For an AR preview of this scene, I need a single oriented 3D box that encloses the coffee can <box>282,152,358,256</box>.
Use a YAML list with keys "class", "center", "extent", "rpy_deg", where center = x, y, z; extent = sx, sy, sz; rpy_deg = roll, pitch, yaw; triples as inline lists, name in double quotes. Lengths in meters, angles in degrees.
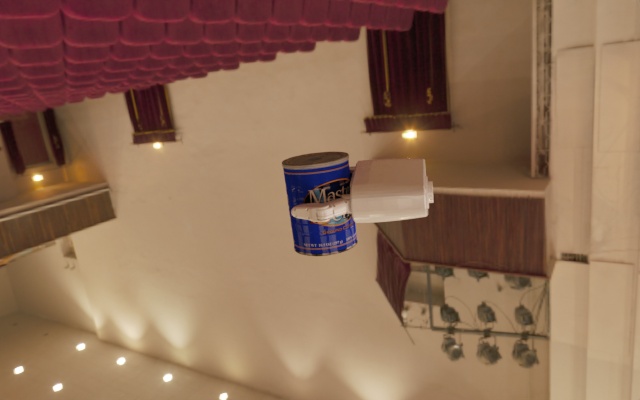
- class: "coffee can"
  center: [0.000, 0.002, 0.740]
  extent: [0.103, 0.140, 0.102]
  rpy_deg: [-7, 14, 2]
